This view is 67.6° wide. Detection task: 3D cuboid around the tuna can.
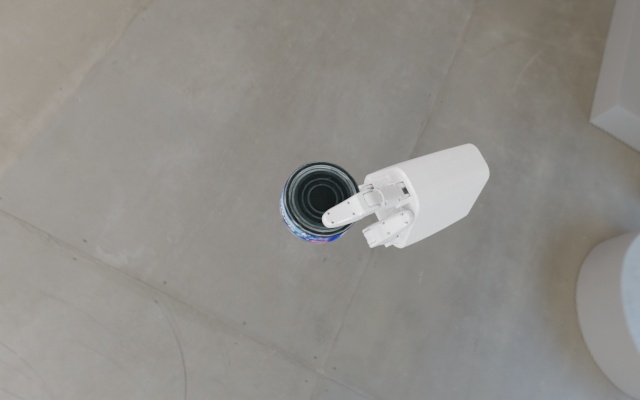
[{"bbox_3d":[0.000,0.002,0.514,0.086,0.086,0.034,0,-16,-11],"label":"tuna can"}]
